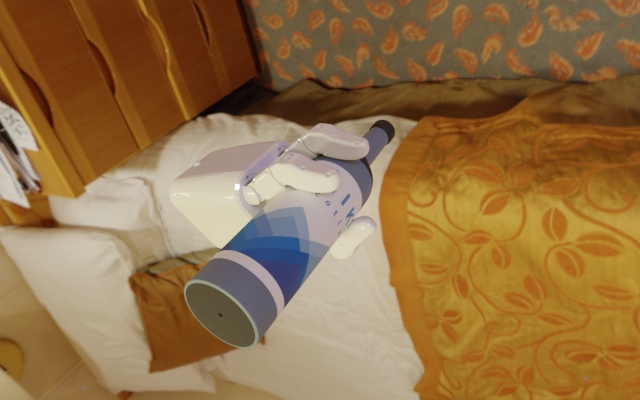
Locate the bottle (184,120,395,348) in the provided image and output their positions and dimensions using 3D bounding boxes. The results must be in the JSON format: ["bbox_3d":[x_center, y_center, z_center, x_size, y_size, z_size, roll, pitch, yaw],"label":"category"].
[{"bbox_3d":[0.000,0.002,0.439,0.069,0.069,0.295,0,33,36],"label":"bottle"}]
